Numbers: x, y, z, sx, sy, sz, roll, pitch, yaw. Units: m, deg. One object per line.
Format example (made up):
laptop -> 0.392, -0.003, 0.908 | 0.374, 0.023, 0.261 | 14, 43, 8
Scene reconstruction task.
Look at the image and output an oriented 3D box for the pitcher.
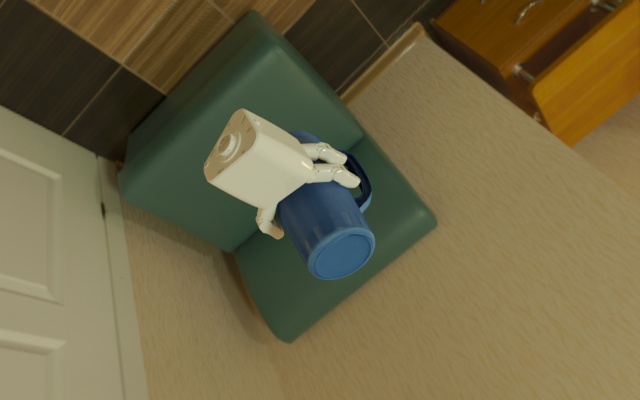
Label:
pitcher -> 0.000, 0.002, 0.769 | 0.145, 0.149, 0.242 | 27, 23, -42
